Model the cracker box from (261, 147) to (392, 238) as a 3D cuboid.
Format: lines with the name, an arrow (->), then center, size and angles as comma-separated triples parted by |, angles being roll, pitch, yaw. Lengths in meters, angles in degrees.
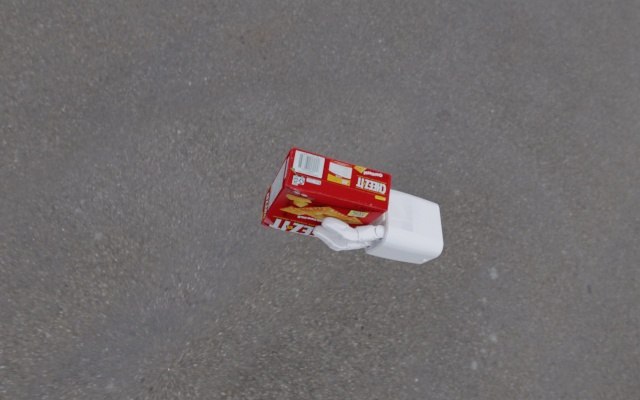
cracker box -> 0.000, 0.002, 0.800 | 0.164, 0.072, 0.214 | 14, -22, -12
